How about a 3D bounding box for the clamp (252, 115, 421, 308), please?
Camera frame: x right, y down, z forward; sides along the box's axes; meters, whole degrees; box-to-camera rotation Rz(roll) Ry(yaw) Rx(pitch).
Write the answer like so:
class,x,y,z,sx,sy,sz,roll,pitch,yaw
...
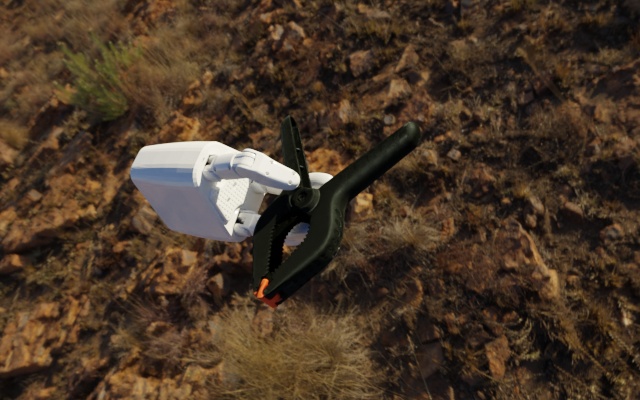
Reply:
class,x,y,z,sx,sy,sz,roll,pitch,yaw
clamp,-0.001,0.002,0.454,0.164,0.210,0.036,2,-29,34
